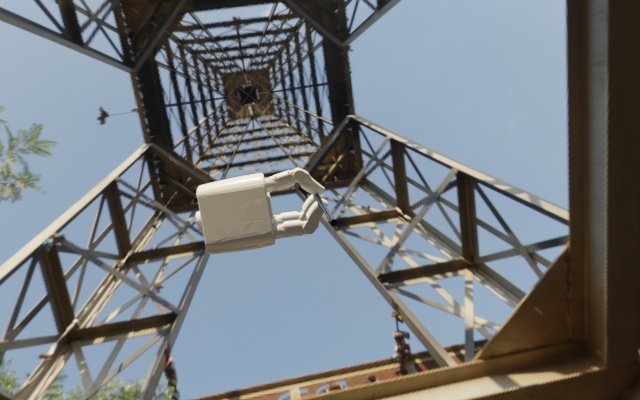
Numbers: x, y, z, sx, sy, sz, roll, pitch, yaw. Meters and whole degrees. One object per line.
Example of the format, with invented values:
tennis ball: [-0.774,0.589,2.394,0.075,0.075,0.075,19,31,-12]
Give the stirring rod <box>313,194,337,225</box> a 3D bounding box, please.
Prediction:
stirring rod: [0.000,0.002,0.725,0.011,0.011,0.239,0,12,-8]
